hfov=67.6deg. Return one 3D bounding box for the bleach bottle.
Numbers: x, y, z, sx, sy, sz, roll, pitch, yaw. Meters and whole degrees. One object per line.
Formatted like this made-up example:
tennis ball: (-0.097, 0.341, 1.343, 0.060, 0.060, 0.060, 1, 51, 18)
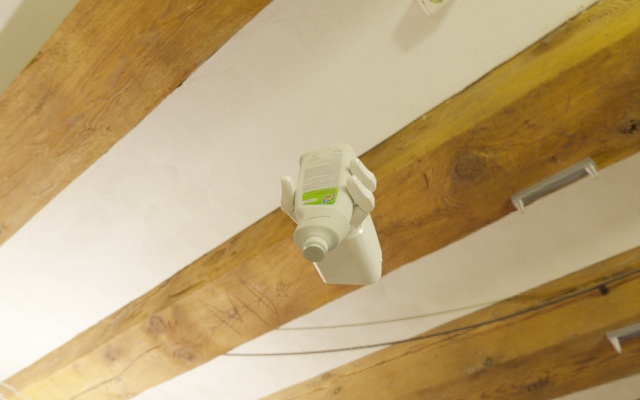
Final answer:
bleach bottle: (0.000, 0.002, 0.720, 0.102, 0.068, 0.250, -13, 30, 17)
